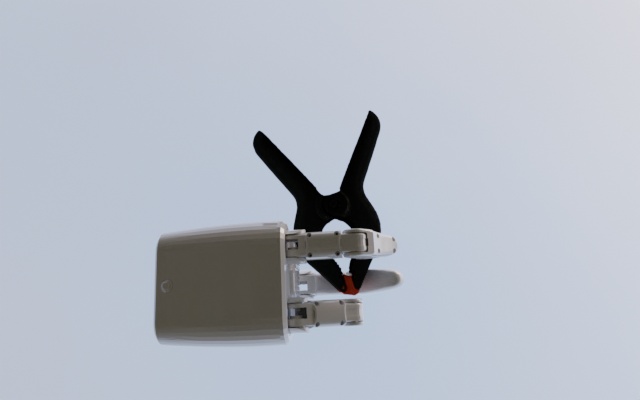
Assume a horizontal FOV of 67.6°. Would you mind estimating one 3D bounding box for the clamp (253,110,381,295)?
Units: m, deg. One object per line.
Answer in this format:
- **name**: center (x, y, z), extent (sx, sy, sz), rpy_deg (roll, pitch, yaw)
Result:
- **clamp**: center (0.000, 0.002, 0.438), extent (0.120, 0.171, 0.039), rpy_deg (-4, -13, 4)
